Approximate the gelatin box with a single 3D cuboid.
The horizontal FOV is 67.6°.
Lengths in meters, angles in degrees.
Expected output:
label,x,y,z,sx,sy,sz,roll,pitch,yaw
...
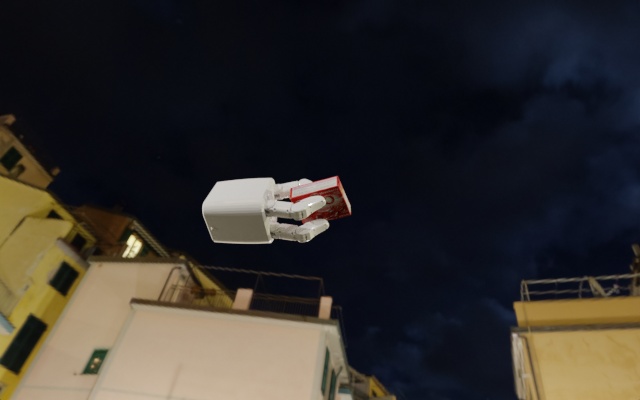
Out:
label,x,y,z,sx,sy,sz,roll,pitch,yaw
gelatin box,0.000,0.002,0.824,0.089,0.073,0.030,-15,41,12
